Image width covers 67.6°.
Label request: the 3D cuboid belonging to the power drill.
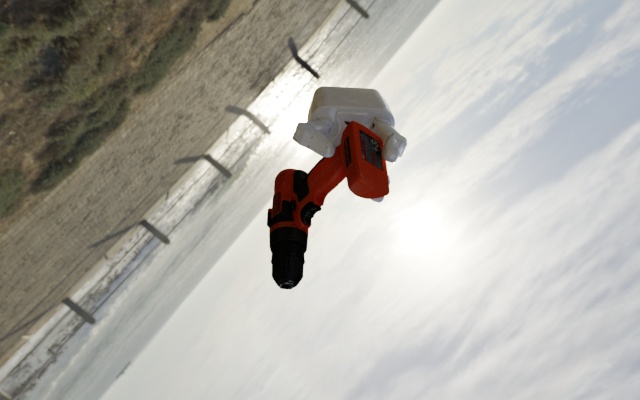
[{"bbox_3d":[0.000,0.002,0.604,0.057,0.184,0.188,27,-46,-33],"label":"power drill"}]
